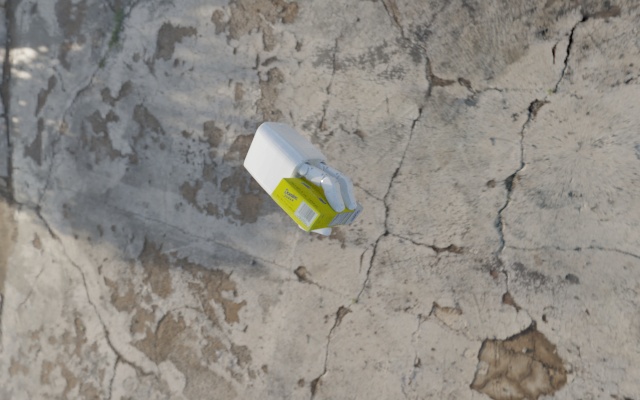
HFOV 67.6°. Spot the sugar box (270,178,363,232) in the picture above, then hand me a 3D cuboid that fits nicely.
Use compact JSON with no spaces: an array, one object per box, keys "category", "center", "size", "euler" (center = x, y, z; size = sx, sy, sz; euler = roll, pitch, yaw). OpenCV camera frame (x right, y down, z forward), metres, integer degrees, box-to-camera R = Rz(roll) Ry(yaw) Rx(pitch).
[{"category":"sugar box","center":[0.000,0.002,0.829],"size":[0.093,0.048,0.176],"euler":[44,23,18]}]
